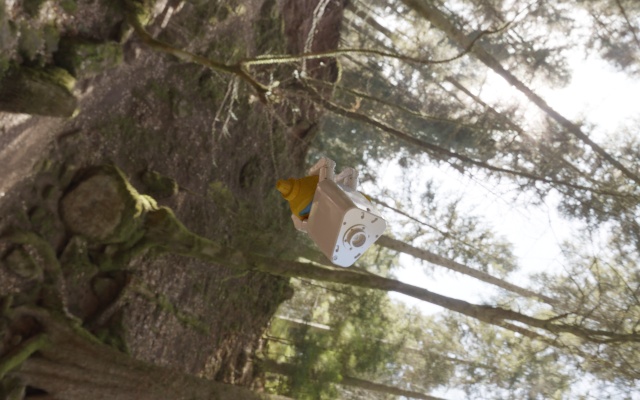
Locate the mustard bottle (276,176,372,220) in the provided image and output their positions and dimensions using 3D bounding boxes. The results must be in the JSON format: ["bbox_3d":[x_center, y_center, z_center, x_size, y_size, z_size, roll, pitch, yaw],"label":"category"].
[{"bbox_3d":[0.000,0.003,0.897,0.192,0.058,0.096,23,-51,-32],"label":"mustard bottle"}]
